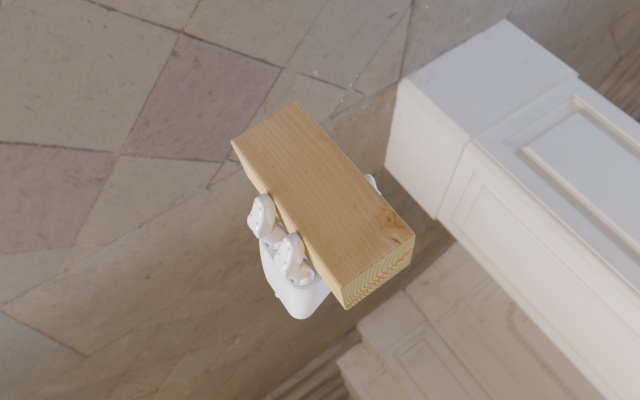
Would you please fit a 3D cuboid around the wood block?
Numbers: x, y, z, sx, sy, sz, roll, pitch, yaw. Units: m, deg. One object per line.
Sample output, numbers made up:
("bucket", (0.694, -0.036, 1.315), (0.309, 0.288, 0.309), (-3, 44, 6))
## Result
("wood block", (0.000, 0.002, 0.522), (0.091, 0.206, 0.090), (-34, -25, -10))
